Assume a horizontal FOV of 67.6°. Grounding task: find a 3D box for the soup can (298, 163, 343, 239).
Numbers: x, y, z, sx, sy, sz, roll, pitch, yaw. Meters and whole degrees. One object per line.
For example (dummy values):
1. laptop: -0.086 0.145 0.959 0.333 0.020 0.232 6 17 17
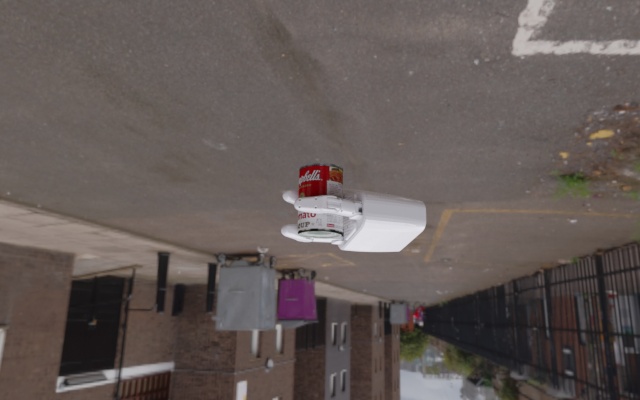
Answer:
1. soup can: 0.000 0.003 0.716 0.068 0.102 0.068 1 -14 0
